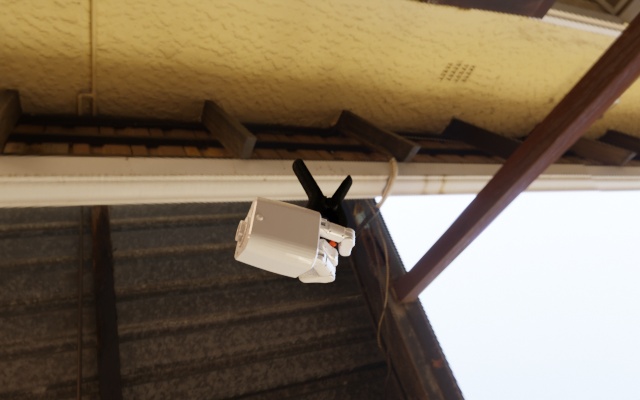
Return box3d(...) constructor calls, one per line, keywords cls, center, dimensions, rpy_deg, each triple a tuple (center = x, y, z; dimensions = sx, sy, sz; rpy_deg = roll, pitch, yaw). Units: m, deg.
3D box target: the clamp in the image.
box3d(cls="clamp", center=(0.000, 0.003, 0.814), dimensions=(0.120, 0.171, 0.039), rpy_deg=(19, -43, -16))
